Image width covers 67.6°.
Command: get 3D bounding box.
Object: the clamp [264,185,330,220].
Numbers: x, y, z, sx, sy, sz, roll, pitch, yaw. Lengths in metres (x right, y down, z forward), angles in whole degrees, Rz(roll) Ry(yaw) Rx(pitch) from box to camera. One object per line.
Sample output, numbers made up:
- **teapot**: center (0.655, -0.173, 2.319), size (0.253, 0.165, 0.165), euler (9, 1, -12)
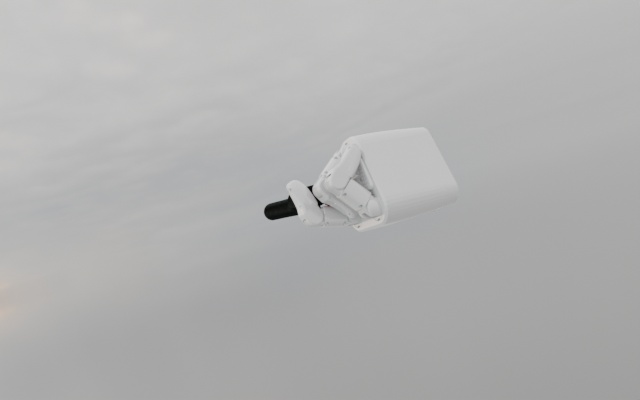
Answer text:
- **clamp**: center (0.000, 0.002, 0.648), size (0.120, 0.039, 0.171), euler (-10, -3, -23)
